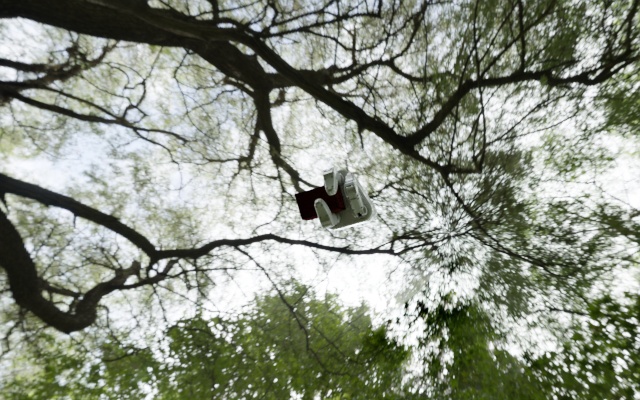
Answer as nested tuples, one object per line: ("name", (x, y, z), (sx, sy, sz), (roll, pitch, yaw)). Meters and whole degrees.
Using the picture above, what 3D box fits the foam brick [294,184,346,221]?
("foam brick", (0.000, 0.003, 0.895), (0.078, 0.053, 0.051), (-16, -7, 13))
